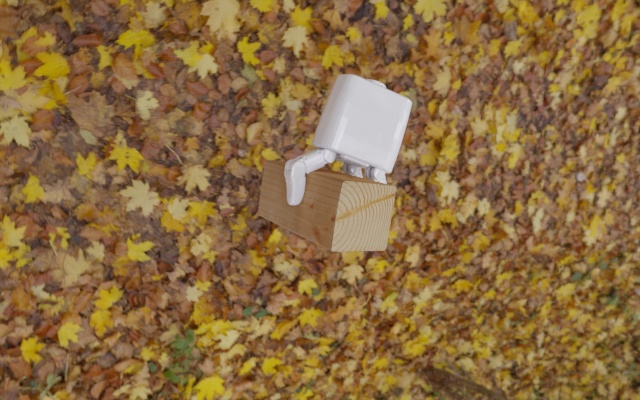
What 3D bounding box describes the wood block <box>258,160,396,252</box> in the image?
[{"bbox_3d":[0.000,0.002,0.682,0.091,0.090,0.206,4,8,-34],"label":"wood block"}]
